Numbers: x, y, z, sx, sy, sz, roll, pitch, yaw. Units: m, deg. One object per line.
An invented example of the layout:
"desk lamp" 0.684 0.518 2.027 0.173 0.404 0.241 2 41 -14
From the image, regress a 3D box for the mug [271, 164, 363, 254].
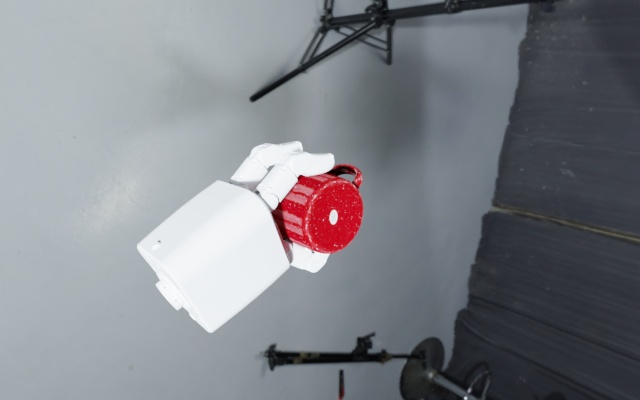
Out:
"mug" 0.001 0.001 0.522 0.117 0.093 0.081 -42 35 -23
